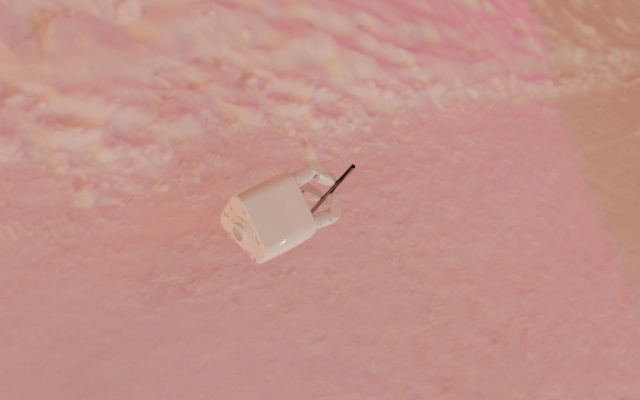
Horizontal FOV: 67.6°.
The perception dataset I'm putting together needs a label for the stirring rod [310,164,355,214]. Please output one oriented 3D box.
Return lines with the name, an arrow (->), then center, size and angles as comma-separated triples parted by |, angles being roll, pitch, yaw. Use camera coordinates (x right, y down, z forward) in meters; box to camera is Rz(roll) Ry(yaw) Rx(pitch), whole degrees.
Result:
stirring rod -> 0.000, 0.003, 0.854 | 0.011, 0.011, 0.240 | 0, -29, -30
